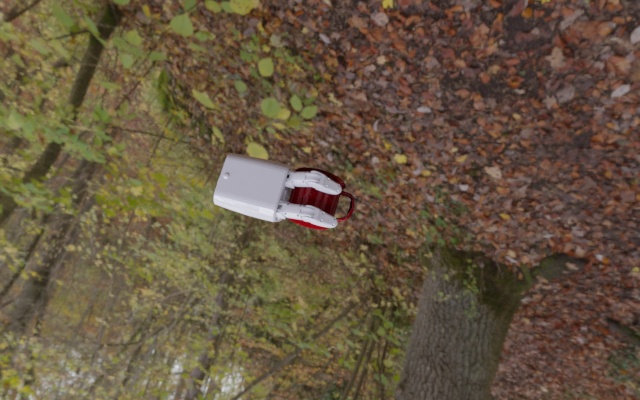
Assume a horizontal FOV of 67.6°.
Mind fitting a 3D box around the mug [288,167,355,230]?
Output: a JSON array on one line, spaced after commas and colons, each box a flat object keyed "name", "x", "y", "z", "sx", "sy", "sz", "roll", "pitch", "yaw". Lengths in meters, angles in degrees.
[{"name": "mug", "x": 0.001, "y": 0.003, "z": 0.817, "sx": 0.117, "sy": 0.081, "sz": 0.093, "roll": 14, "pitch": -17, "yaw": 5}]
